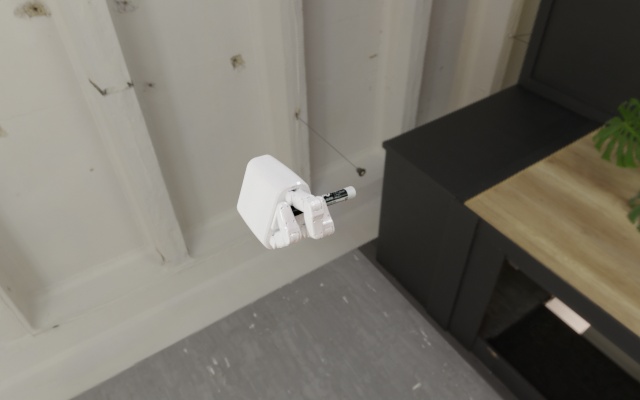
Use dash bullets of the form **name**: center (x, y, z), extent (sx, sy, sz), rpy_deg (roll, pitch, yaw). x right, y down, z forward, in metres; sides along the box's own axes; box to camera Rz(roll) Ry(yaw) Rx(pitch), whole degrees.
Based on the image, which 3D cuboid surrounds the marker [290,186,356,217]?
- **marker**: center (0.000, 0.002, 0.721), extent (0.121, 0.020, 0.020), rpy_deg (-18, 9, -29)
